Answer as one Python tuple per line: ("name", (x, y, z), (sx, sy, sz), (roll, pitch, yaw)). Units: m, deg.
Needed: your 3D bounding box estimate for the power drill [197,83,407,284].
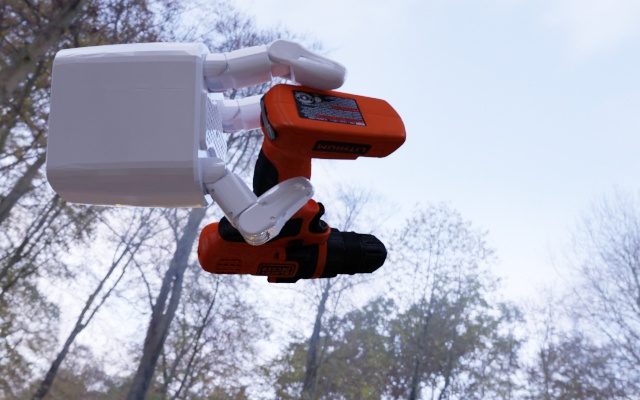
("power drill", (0.000, 0.001, 0.404), (0.184, 0.188, 0.057), (3, 43, -23))
